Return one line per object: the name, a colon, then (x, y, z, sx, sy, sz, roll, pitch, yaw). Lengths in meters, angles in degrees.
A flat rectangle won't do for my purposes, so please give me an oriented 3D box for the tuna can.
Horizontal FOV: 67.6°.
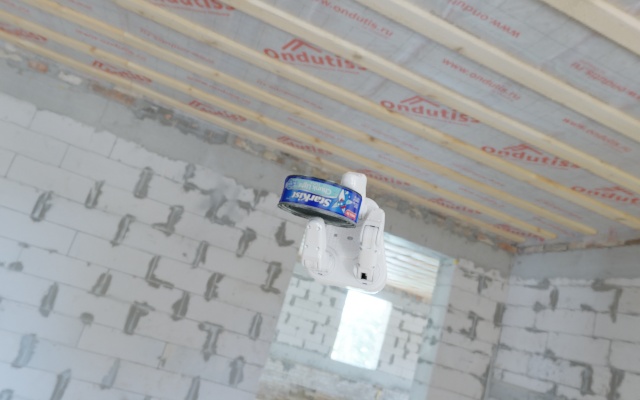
tuna can: (0.000, 0.001, 0.501, 0.086, 0.033, 0.086, 15, -9, 2)
